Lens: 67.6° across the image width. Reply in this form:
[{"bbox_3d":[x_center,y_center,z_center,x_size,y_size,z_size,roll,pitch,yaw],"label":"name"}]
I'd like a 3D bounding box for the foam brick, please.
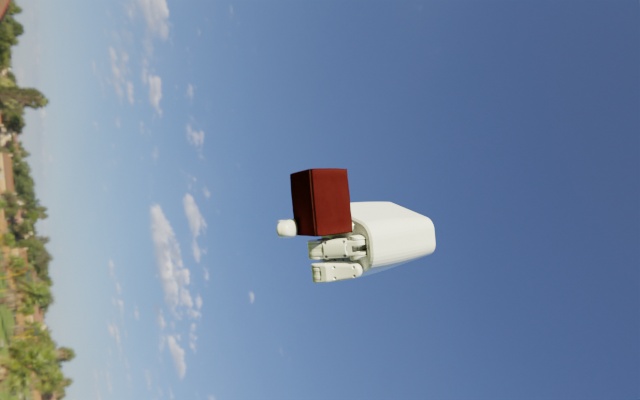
[{"bbox_3d":[0.000,0.002,0.568,0.051,0.078,0.053,-6,1,-30],"label":"foam brick"}]
